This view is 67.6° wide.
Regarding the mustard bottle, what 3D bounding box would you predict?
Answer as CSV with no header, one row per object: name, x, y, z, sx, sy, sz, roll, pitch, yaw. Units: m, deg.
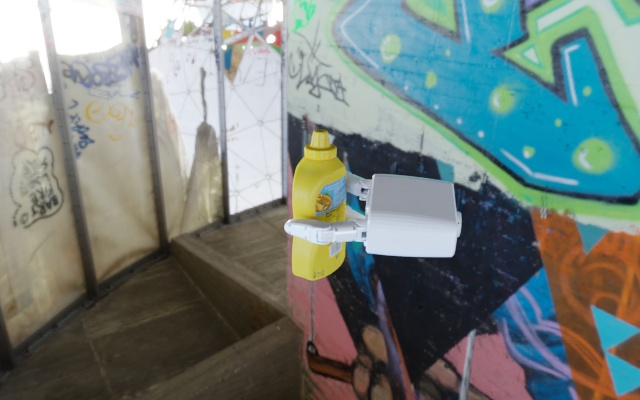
mustard bottle,0.000,0.002,0.632,0.058,0.192,0.096,14,25,30
